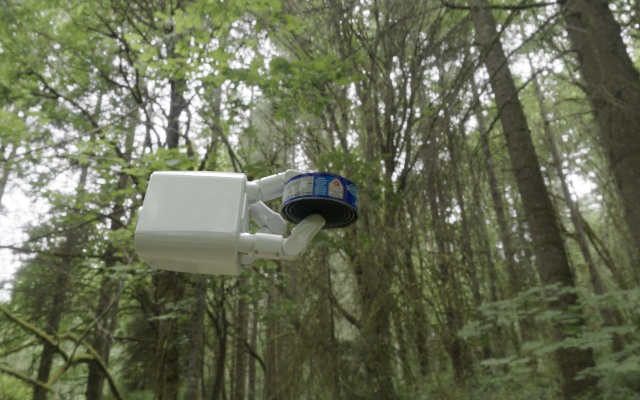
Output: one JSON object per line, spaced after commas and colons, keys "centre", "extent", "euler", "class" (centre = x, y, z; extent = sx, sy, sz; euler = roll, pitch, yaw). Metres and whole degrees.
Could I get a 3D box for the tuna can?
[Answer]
{"centre": [0.000, 0.001, 0.533], "extent": [0.086, 0.033, 0.086], "euler": [4, -24, 2], "class": "tuna can"}
